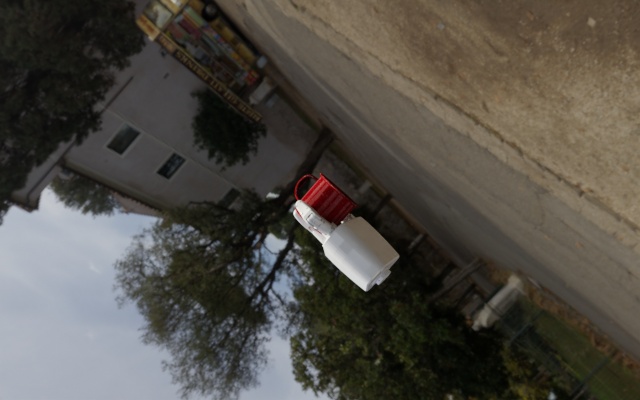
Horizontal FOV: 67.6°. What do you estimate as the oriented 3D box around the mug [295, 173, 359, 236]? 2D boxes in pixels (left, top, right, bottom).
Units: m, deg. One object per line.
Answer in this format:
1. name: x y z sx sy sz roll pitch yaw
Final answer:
1. mug: -0.001 0.002 0.873 0.117 0.081 0.093 43 5 17
